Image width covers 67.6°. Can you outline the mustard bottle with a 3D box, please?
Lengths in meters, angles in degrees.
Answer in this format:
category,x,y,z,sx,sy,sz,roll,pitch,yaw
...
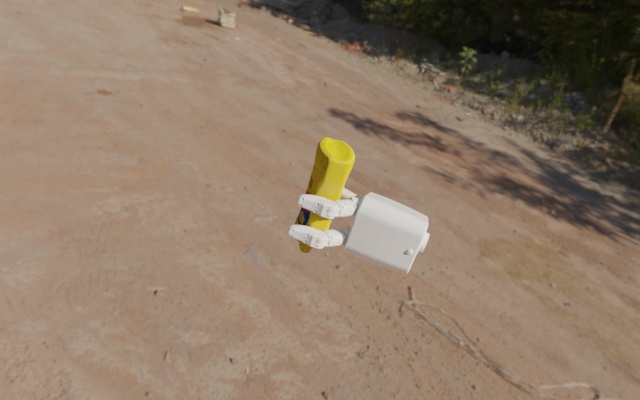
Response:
category,x,y,z,sx,sy,sz,roll,pitch,yaw
mustard bottle,0.000,0.002,0.763,0.058,0.192,0.096,11,27,-12
